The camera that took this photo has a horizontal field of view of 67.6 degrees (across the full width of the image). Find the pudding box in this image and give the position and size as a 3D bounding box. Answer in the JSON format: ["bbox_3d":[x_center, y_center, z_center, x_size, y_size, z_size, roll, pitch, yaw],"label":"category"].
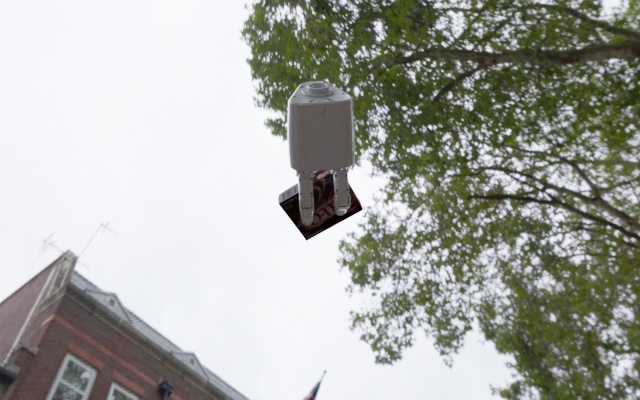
[{"bbox_3d":[0.000,0.002,0.784,0.113,0.090,0.039,-28,30,10],"label":"pudding box"}]
